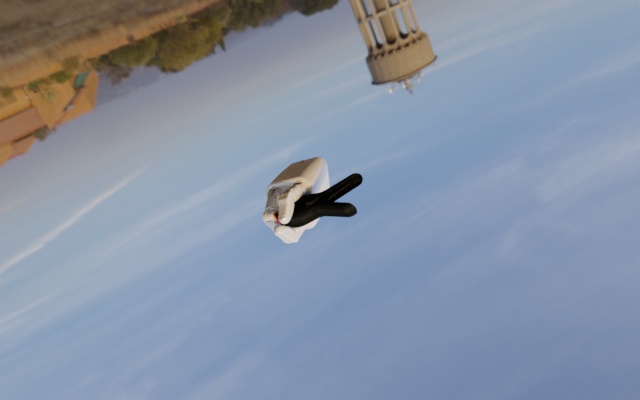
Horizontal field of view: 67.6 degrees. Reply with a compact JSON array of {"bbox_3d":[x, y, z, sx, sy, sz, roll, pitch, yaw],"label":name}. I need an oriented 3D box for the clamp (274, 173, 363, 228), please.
[{"bbox_3d":[0.000,0.003,0.853,0.171,0.039,0.120,-12,24,28],"label":"clamp"}]
